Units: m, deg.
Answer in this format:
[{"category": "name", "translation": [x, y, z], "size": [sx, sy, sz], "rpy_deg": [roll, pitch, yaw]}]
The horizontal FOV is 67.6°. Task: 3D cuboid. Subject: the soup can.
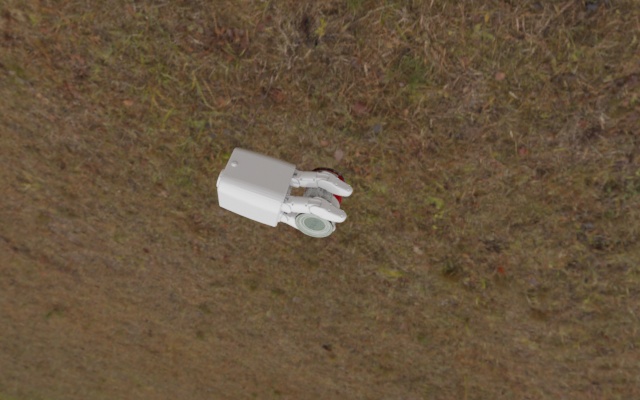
[{"category": "soup can", "translation": [0.000, 0.003, 0.813], "size": [0.068, 0.102, 0.069], "rpy_deg": [10, -38, 8]}]
